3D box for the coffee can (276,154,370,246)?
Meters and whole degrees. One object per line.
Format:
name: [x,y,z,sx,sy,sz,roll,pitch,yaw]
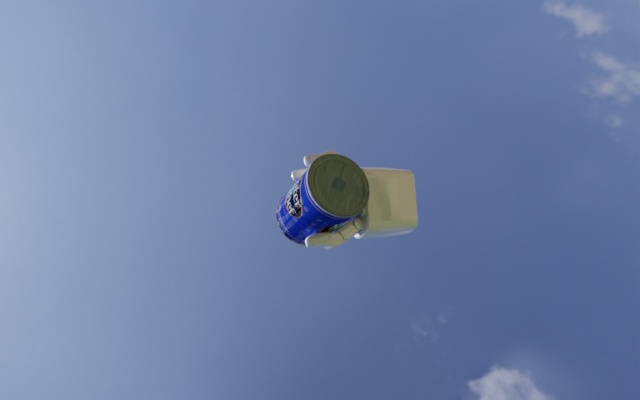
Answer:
coffee can: [0.000,0.003,0.762,0.103,0.102,0.140,0,-23,-26]
